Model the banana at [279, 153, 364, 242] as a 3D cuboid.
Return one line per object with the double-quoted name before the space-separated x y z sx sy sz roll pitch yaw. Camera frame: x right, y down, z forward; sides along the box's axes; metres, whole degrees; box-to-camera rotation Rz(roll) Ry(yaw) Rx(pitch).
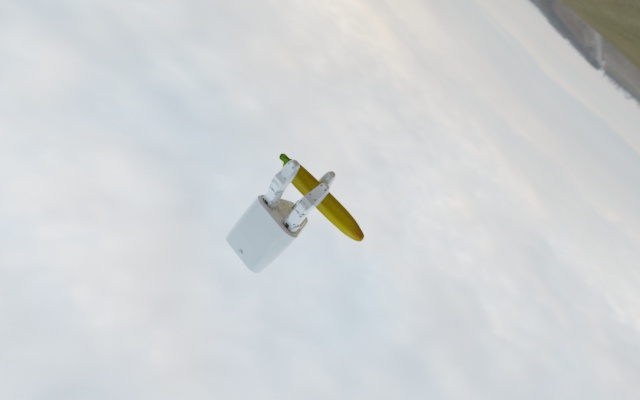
"banana" -0.001 -0.003 0.817 0.198 0.037 0.069 44 10 -6
